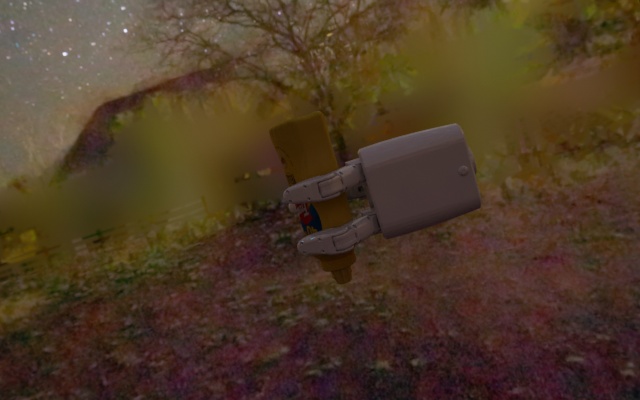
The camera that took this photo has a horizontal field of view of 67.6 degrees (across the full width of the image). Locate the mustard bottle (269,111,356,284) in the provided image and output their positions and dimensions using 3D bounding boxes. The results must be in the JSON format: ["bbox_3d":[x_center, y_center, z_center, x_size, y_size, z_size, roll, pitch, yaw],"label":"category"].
[{"bbox_3d":[0.000,0.002,0.530,0.058,0.191,0.096,-20,9,-18],"label":"mustard bottle"}]
